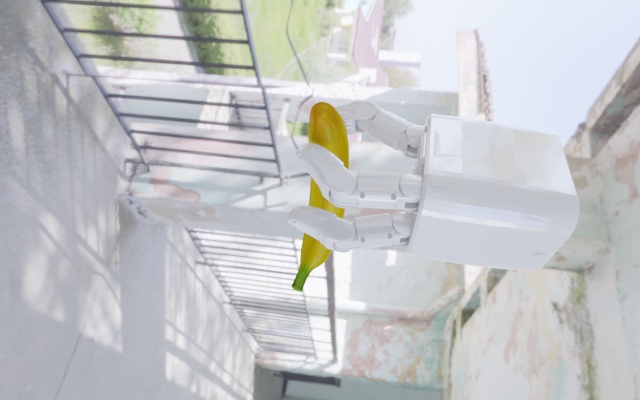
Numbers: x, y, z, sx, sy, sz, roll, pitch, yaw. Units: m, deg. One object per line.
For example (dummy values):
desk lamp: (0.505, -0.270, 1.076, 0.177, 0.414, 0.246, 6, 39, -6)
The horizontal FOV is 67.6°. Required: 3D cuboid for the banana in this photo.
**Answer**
banana: (0.004, -0.006, 0.436, 0.037, 0.198, 0.069, 12, 35, 8)
